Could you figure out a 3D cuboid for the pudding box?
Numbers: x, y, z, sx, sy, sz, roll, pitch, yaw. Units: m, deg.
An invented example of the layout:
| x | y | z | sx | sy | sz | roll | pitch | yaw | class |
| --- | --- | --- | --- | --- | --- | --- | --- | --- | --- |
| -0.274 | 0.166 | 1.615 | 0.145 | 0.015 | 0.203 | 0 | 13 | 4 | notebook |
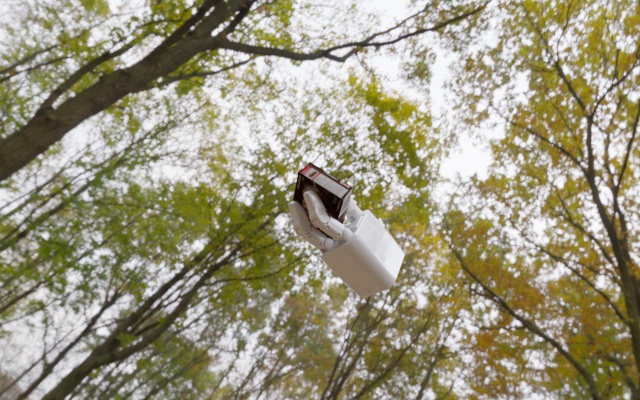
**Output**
| x | y | z | sx | sy | sz | roll | pitch | yaw | class |
| --- | --- | --- | --- | --- | --- | --- | --- | --- | --- |
| 0.000 | 0.003 | 0.799 | 0.090 | 0.114 | 0.039 | 32 | 49 | 15 | pudding box |
